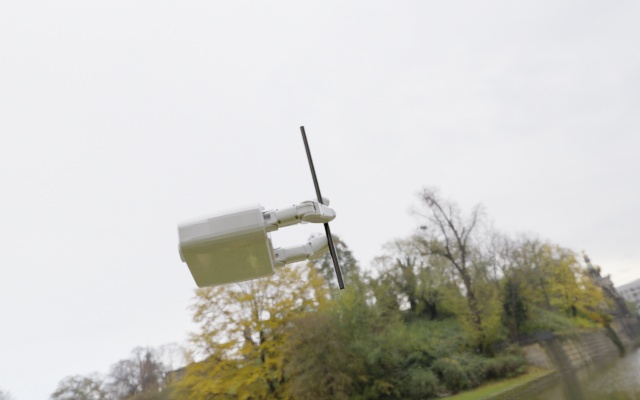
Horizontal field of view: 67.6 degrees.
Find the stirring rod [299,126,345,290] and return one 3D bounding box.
[{"bbox_3d":[0.000,0.002,0.640,0.011,0.239,0.011,-12,-23,-5],"label":"stirring rod"}]
